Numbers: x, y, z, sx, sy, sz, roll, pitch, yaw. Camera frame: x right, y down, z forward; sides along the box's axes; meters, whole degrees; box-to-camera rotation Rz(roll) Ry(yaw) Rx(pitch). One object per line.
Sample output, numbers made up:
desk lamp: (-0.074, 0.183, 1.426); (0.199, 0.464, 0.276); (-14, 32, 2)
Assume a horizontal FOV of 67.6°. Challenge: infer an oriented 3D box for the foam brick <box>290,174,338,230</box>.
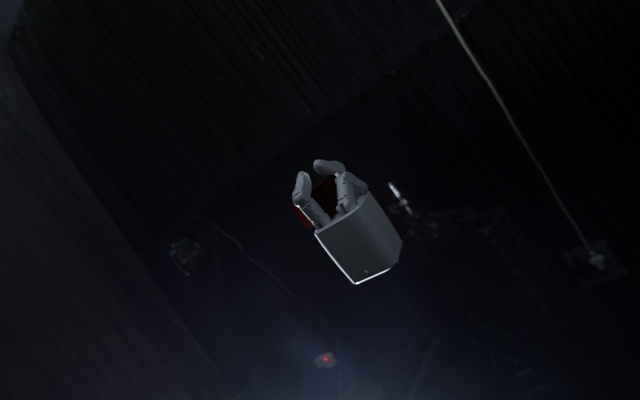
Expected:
foam brick: (0.000, 0.003, 0.776); (0.078, 0.051, 0.053); (-32, 6, 38)
